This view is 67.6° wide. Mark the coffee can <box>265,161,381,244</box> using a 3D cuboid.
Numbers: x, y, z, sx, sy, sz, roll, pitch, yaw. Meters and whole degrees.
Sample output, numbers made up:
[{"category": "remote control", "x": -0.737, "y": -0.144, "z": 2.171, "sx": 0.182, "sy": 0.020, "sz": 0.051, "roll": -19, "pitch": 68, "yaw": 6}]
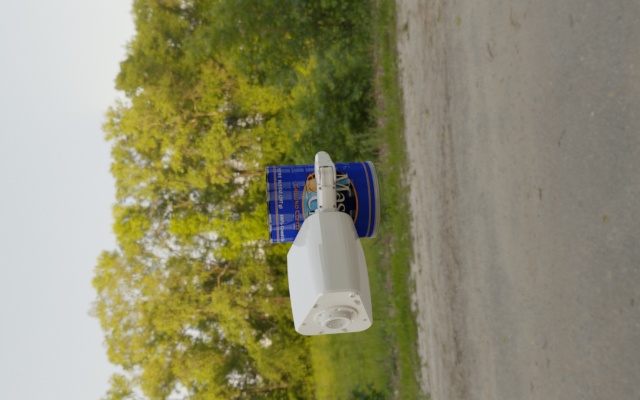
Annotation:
[{"category": "coffee can", "x": 0.000, "y": 0.002, "z": 0.632, "sx": 0.140, "sy": 0.103, "sz": 0.103, "roll": -3, "pitch": 0, "yaw": -5}]
